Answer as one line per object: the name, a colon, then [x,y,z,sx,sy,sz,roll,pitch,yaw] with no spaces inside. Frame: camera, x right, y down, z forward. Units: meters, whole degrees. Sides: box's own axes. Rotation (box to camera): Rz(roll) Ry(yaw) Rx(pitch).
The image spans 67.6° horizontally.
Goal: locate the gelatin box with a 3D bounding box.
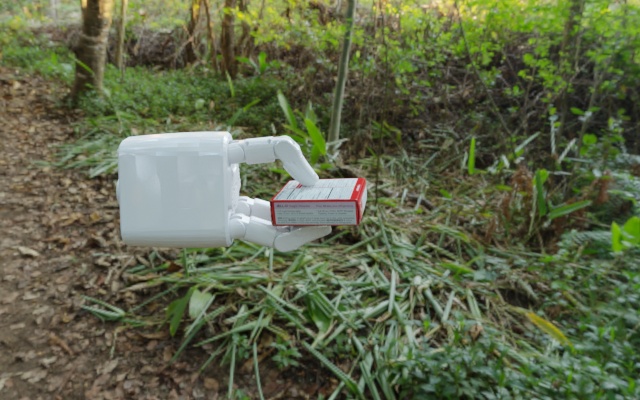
gelatin box: [0.000,0.001,0.490,0.089,0.030,0.073,-2,18,12]
